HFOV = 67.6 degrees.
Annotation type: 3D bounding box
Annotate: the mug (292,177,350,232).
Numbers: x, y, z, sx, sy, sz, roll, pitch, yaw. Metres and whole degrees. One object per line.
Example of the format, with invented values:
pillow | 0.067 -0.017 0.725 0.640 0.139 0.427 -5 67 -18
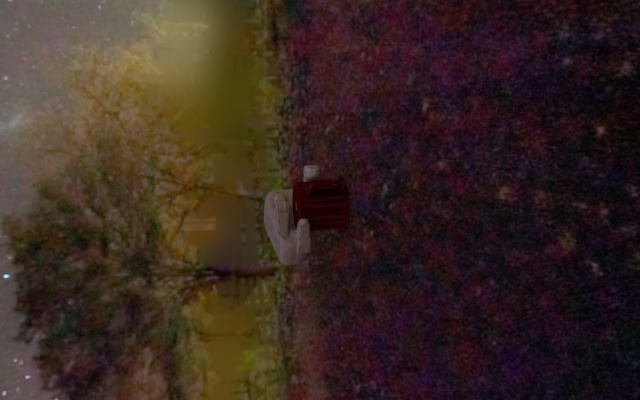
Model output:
mug | 0.000 0.002 0.784 0.081 0.093 0.117 -3 -29 -12
